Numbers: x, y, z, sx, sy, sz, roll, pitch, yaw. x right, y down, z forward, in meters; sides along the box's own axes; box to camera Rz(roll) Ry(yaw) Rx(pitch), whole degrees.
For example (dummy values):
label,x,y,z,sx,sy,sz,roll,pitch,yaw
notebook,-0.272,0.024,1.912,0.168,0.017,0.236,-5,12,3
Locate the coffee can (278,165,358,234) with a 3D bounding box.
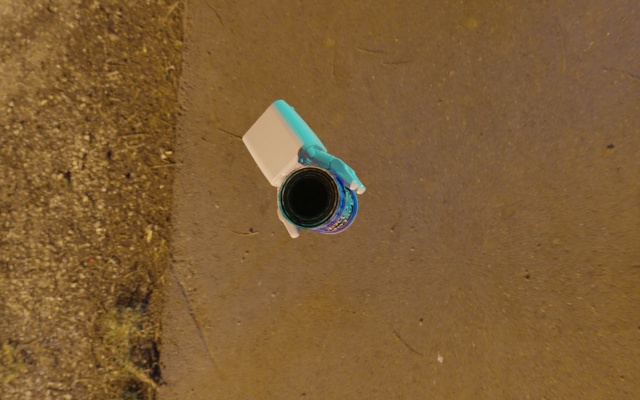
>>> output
label,x,y,z,sx,sy,sz,roll,pitch,yaw
coffee can,0.000,0.003,0.816,0.103,0.103,0.140,0,-7,16
